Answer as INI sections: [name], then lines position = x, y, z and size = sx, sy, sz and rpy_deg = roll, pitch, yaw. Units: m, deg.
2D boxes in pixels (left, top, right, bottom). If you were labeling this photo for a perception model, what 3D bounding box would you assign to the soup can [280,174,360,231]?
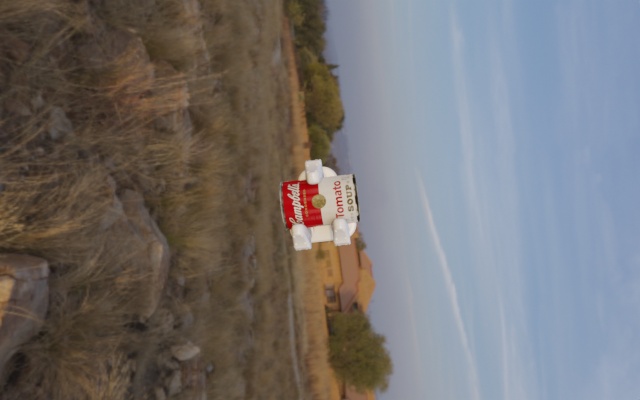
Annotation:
[soup can]
position = 0.000, 0.002, 0.652
size = 0.102, 0.068, 0.068
rpy_deg = -6, 0, 3
